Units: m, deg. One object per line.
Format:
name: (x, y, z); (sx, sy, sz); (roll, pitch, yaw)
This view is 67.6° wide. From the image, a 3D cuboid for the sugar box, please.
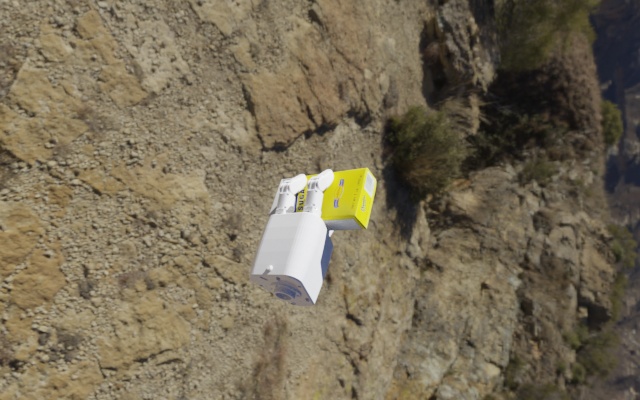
sugar box: (0.000, 0.002, 0.787); (0.176, 0.093, 0.048); (-5, -35, 32)
